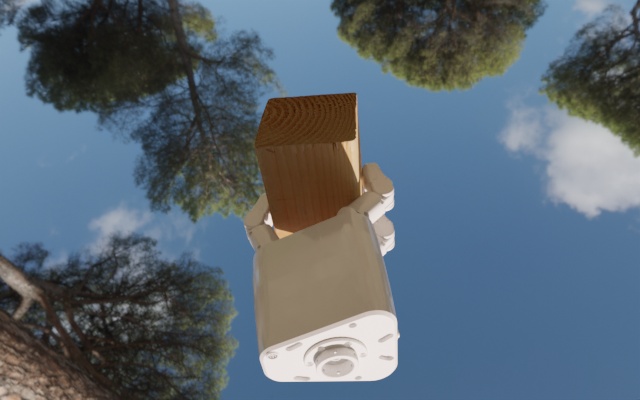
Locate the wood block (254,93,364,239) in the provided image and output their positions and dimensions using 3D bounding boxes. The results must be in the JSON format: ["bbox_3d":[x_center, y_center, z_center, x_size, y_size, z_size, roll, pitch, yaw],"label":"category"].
[{"bbox_3d":[0.000,0.002,0.503,0.091,0.206,0.090,-2,40,7],"label":"wood block"}]
